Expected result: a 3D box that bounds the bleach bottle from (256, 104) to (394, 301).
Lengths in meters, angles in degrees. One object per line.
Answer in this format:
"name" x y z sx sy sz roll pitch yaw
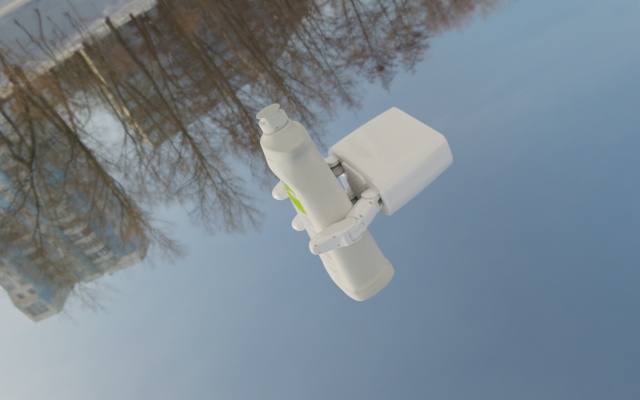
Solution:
"bleach bottle" 0.000 0.002 0.563 0.068 0.251 0.102 -37 32 -13
